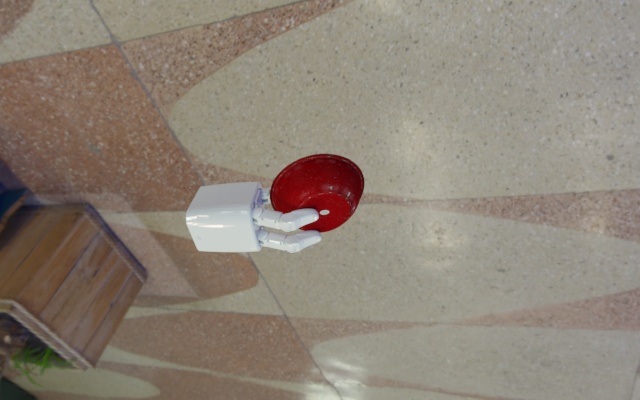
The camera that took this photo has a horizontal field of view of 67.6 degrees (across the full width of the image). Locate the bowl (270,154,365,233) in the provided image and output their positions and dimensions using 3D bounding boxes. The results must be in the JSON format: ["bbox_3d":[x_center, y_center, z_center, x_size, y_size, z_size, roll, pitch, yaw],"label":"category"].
[{"bbox_3d":[0.001,0.002,0.779,0.162,0.162,0.055,0,44,-16],"label":"bowl"}]
